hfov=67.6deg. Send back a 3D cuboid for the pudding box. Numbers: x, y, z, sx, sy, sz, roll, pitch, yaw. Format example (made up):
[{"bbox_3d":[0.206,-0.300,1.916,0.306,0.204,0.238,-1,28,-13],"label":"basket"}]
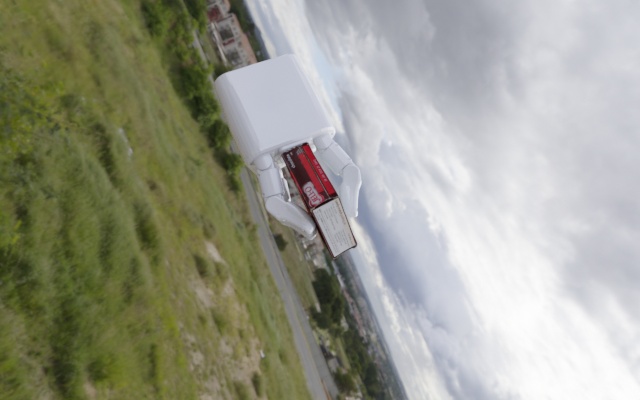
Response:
[{"bbox_3d":[0.000,0.002,0.550,0.039,0.090,0.114,-27,-37,0],"label":"pudding box"}]
